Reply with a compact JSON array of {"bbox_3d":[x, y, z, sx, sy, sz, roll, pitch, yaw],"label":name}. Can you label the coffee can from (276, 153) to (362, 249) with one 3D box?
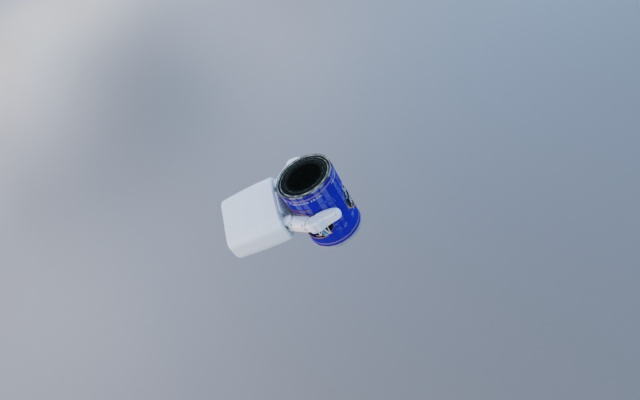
[{"bbox_3d":[0.000,0.003,0.837,0.103,0.102,0.140,0,-40,33],"label":"coffee can"}]
